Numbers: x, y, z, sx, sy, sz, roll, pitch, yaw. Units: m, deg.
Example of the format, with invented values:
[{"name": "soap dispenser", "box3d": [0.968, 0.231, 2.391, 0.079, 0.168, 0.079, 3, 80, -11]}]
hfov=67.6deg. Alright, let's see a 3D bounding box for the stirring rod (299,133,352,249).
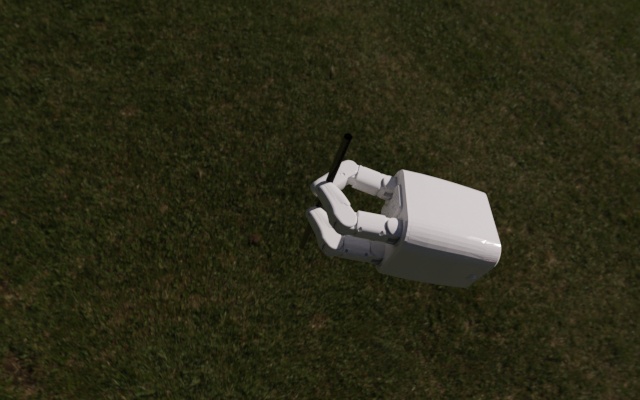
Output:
[{"name": "stirring rod", "box3d": [0.000, 0.002, 0.533, 0.011, 0.011, 0.240, 0, -30, -14]}]
